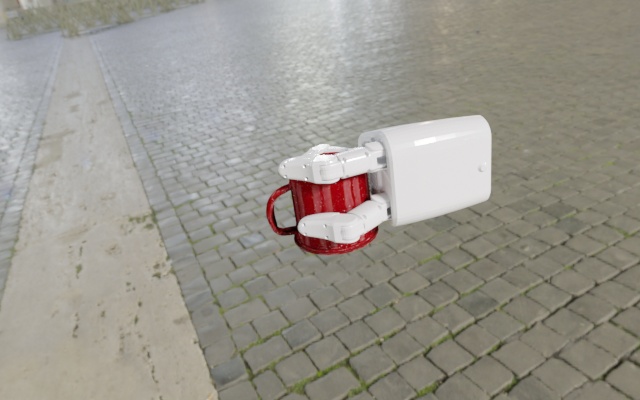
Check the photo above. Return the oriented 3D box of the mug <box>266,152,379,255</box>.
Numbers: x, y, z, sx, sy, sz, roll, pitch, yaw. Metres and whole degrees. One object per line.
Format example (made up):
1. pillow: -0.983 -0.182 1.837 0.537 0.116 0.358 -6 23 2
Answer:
1. mug: -0.001 0.002 0.503 0.117 0.081 0.093 -12 25 -8
